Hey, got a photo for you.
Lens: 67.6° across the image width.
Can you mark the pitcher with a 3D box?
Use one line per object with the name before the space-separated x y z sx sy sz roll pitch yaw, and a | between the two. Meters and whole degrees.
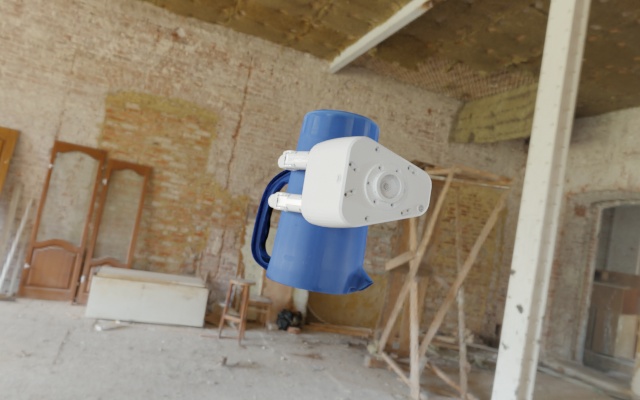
pitcher | 0.000 0.002 0.670 0.149 0.243 0.145 11 -3 -20
